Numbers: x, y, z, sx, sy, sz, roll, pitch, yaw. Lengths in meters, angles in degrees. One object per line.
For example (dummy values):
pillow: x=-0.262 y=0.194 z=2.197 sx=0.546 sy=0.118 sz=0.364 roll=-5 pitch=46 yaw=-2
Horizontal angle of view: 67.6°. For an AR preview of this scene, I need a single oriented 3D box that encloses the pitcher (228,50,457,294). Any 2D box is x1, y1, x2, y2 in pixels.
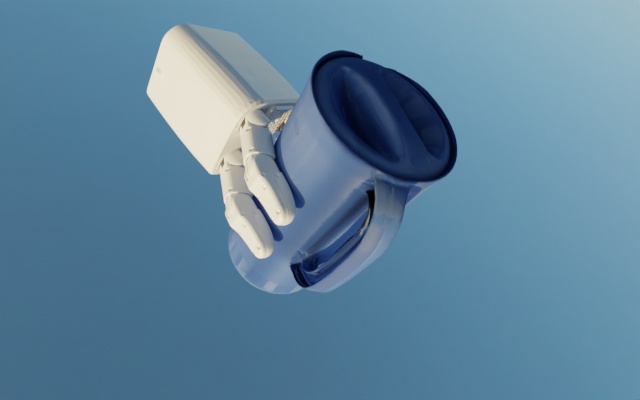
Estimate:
pitcher: x=0.000 y=0.001 z=0.442 sx=0.149 sy=0.145 sz=0.243 roll=-32 pitch=-13 yaw=-43
